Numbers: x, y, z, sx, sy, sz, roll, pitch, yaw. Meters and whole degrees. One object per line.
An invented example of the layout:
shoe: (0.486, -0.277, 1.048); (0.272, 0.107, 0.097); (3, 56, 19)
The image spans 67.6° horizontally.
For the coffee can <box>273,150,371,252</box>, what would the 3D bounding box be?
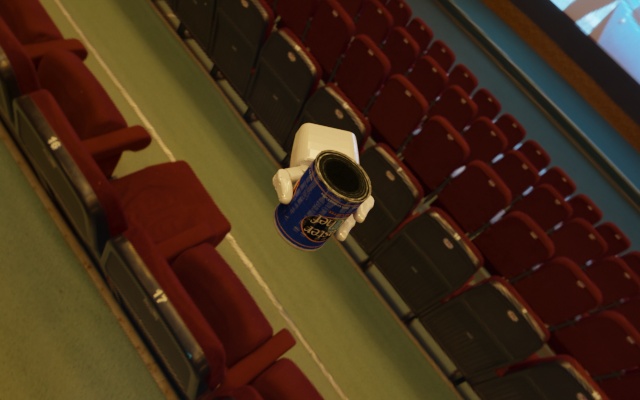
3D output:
coffee can: (0.000, 0.003, 0.767); (0.103, 0.102, 0.140); (0, -36, -39)
